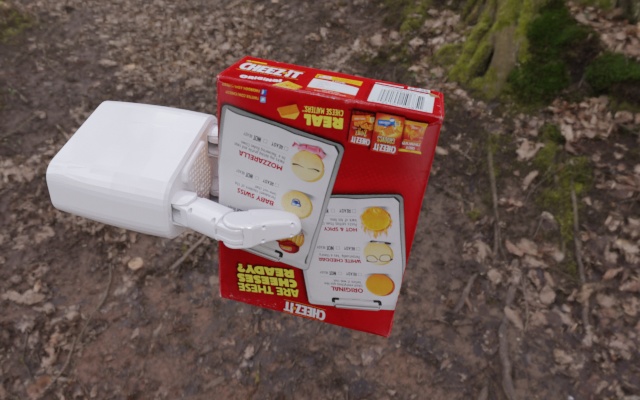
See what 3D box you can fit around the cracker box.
[{"bbox_3d":[0.000,0.001,0.407,0.164,0.214,0.072,12,33,9],"label":"cracker box"}]
